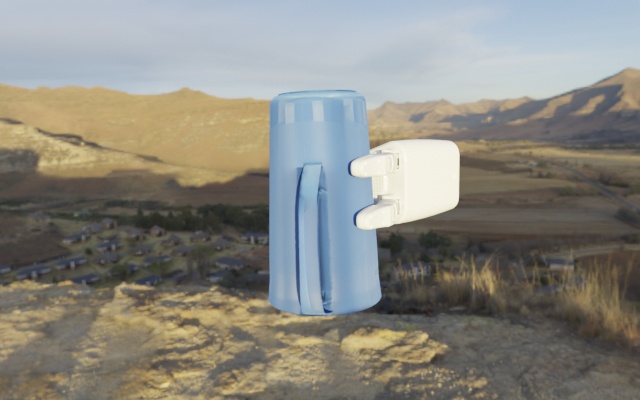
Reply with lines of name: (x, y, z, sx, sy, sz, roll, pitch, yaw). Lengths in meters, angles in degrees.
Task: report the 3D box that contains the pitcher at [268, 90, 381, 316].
pitcher: (0.000, 0.002, 0.540, 0.145, 0.243, 0.149, -8, 10, -35)
